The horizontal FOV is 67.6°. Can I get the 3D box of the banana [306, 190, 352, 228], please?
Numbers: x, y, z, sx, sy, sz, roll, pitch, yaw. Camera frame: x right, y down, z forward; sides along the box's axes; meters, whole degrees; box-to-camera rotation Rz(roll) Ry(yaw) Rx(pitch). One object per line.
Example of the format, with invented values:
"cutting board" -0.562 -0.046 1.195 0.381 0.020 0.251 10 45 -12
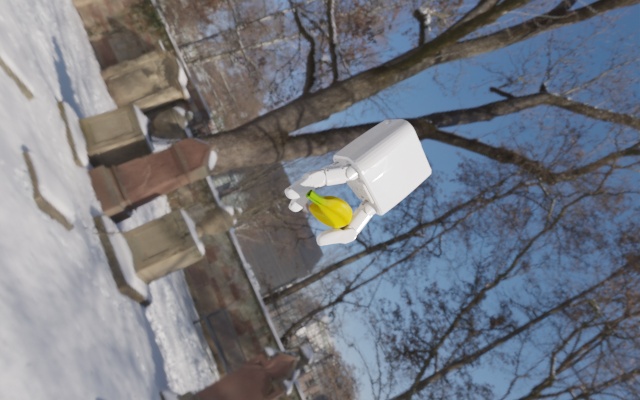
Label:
"banana" 0.014 0.014 0.722 0.069 0.037 0.198 40 -7 4
